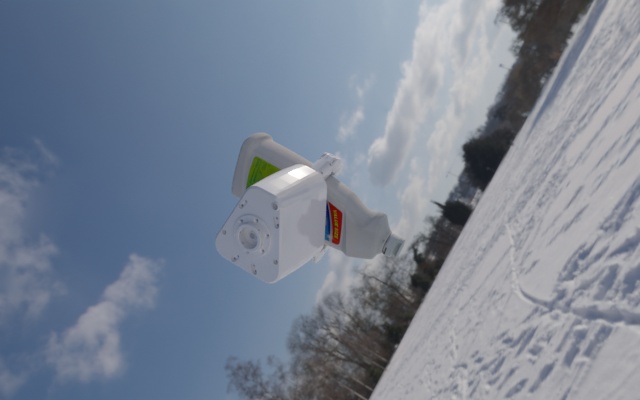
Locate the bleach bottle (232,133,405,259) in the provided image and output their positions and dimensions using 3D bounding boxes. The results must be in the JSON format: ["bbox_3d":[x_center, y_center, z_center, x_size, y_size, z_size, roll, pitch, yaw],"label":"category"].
[{"bbox_3d":[0.000,0.002,0.655,0.251,0.103,0.068,27,26,17],"label":"bleach bottle"}]
